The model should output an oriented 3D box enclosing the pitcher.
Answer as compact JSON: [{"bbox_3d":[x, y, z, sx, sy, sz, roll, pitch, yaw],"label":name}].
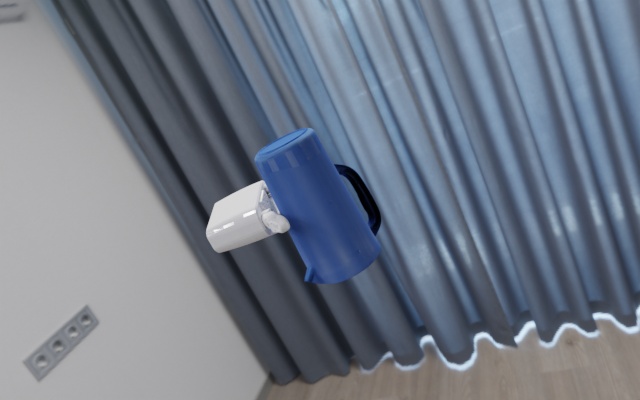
[{"bbox_3d":[0.000,0.003,0.798,0.145,0.243,0.149,-22,17,16],"label":"pitcher"}]
